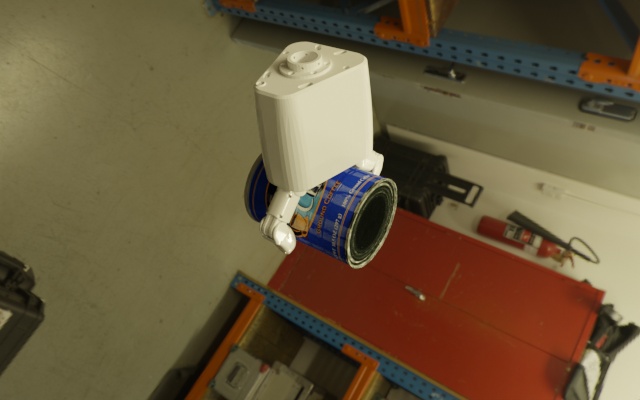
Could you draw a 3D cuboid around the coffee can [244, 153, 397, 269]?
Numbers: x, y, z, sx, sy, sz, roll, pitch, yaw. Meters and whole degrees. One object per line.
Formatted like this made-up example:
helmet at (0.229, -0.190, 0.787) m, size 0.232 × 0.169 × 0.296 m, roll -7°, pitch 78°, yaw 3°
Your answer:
coffee can at (0.000, 0.002, 0.538) m, size 0.140 × 0.103 × 0.103 m, roll 23°, pitch 11°, yaw 29°
